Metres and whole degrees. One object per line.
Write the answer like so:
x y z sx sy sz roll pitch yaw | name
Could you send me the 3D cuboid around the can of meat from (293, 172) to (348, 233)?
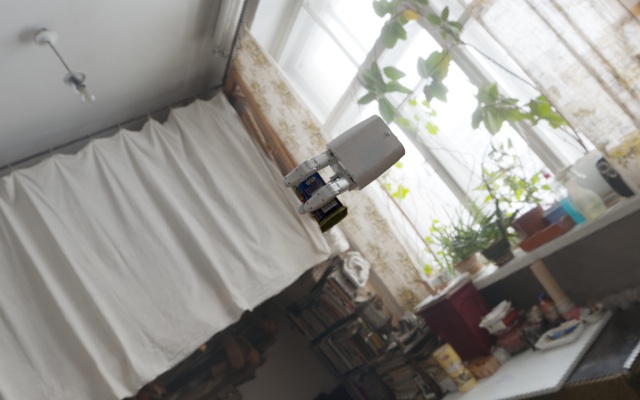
0.000 0.003 0.830 0.057 0.084 0.102 -36 -11 -4 | can of meat
